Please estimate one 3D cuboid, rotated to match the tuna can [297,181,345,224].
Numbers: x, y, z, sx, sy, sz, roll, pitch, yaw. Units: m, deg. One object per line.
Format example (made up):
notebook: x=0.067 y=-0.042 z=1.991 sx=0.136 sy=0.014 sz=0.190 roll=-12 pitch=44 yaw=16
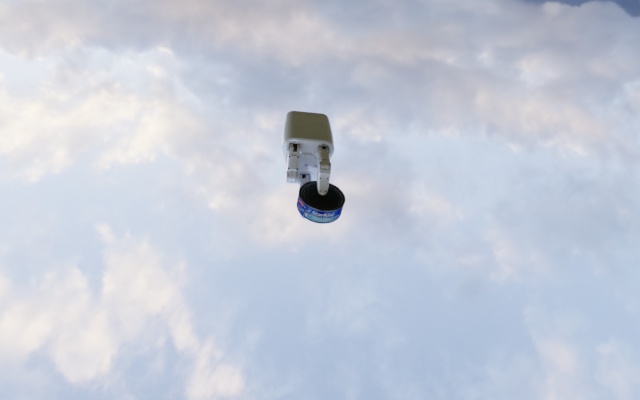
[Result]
tuna can: x=0.000 y=0.003 z=0.869 sx=0.086 sy=0.034 sz=0.086 roll=8 pitch=38 yaw=-7
